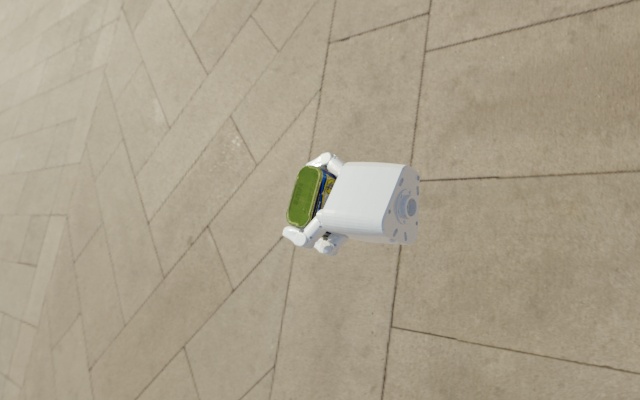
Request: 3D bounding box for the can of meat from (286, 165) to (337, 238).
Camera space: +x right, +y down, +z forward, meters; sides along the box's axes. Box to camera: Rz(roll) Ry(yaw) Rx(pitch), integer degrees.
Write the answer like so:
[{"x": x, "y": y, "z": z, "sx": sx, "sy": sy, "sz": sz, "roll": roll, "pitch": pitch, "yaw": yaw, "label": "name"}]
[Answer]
[{"x": 0.000, "y": 0.002, "z": 0.749, "sx": 0.057, "sy": 0.102, "sz": 0.084, "roll": 10, "pitch": -7, "yaw": 43, "label": "can of meat"}]
